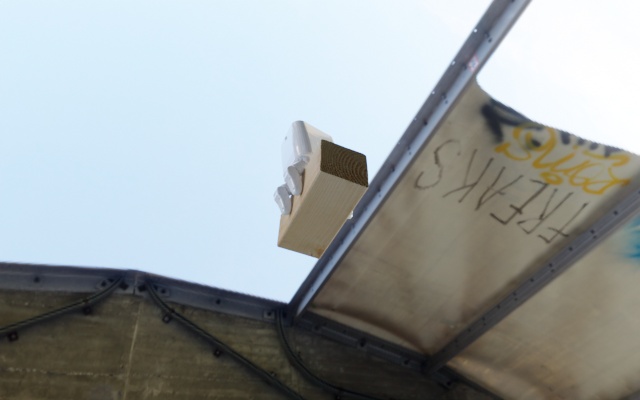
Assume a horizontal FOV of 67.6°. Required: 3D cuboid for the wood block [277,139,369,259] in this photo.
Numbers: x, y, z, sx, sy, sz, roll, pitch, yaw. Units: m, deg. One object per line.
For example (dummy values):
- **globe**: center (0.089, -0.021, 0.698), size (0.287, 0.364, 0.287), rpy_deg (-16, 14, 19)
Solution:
- **wood block**: center (0.000, 0.003, 0.872), size (0.091, 0.090, 0.206), rpy_deg (18, -48, -15)
